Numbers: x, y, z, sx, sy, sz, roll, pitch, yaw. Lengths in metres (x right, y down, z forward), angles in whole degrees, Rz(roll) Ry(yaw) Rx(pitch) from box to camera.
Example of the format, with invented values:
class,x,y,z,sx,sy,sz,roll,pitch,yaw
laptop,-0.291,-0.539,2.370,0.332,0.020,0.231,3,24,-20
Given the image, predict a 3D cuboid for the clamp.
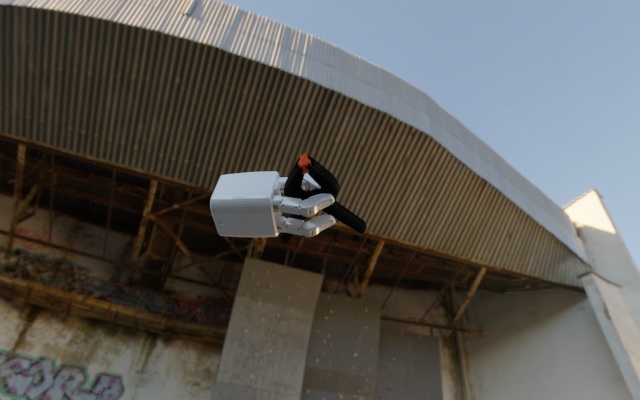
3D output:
class,x,y,z,sx,sy,sz,roll,pitch,yaw
clamp,0.000,0.002,0.841,0.164,0.036,0.210,-4,-42,0
